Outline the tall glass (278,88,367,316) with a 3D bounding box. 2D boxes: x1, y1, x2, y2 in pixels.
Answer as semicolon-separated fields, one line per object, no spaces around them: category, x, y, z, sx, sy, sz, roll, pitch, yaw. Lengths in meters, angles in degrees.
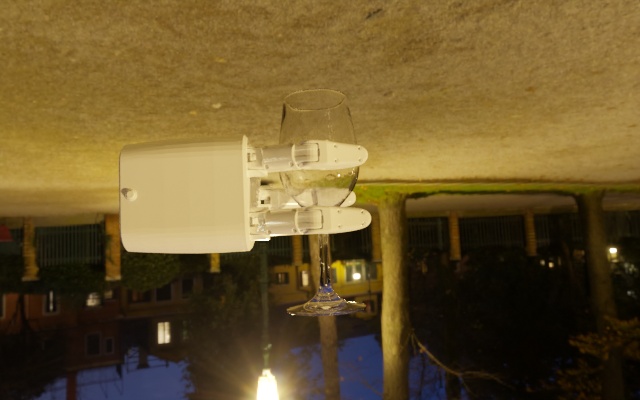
tall glass;0.000;0.002;0.449;0.079;0.201;0.079;-3;-5;0
